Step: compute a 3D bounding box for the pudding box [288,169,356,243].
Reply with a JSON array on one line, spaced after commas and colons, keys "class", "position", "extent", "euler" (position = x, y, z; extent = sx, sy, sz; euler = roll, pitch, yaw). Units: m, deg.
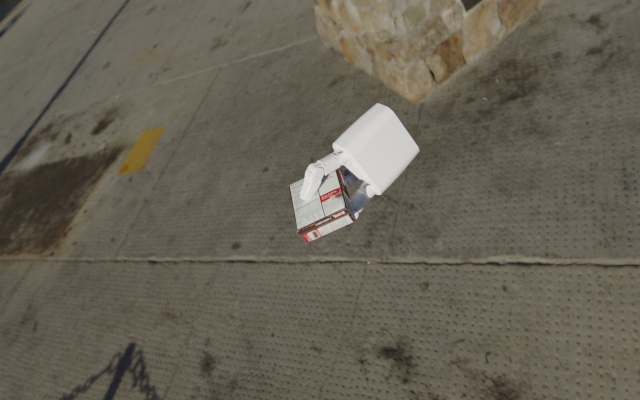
[{"class": "pudding box", "position": [0.000, 0.002, 0.776], "extent": [0.090, 0.113, 0.039], "euler": [-26, -48, 12]}]
